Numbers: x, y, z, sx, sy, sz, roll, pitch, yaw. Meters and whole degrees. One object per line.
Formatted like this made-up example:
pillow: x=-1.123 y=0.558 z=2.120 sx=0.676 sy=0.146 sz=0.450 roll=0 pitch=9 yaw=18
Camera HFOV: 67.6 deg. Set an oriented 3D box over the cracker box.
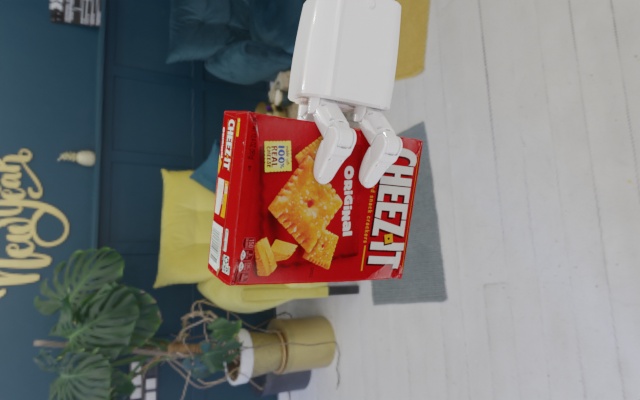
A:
cracker box: x=0.000 y=0.002 z=0.506 sx=0.214 sy=0.164 sz=0.072 roll=4 pitch=8 yaw=-31
